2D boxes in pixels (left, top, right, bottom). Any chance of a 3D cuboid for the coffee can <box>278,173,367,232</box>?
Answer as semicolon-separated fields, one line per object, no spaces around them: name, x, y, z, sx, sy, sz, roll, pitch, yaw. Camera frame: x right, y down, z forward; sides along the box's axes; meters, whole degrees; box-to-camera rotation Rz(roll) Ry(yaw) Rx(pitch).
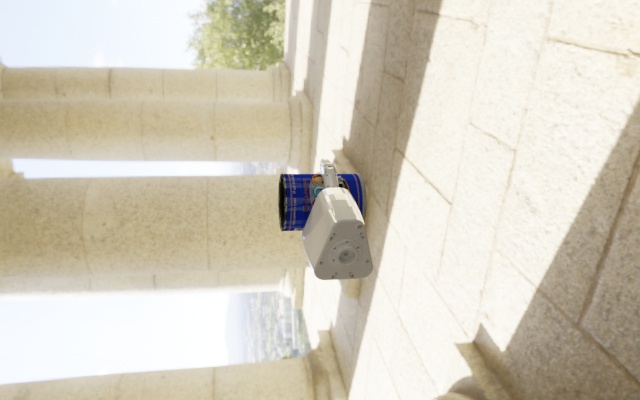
coffee can;0.000;0.003;0.844;0.140;0.103;0.103;-1;0;-11
